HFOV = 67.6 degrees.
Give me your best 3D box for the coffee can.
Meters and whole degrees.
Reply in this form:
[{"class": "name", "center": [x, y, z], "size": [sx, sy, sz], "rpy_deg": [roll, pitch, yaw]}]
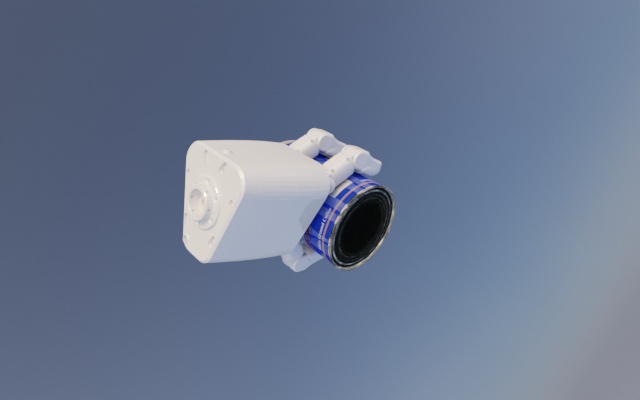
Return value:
[{"class": "coffee can", "center": [0.000, 0.002, 0.554], "size": [0.140, 0.103, 0.103], "rpy_deg": [32, 20, 37]}]
